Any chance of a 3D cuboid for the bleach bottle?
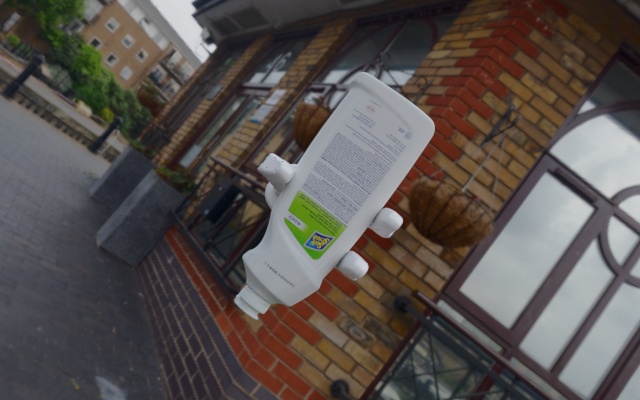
[{"bbox_3d":[0.000,0.002,0.468,0.102,0.251,0.068,37,-7,9],"label":"bleach bottle"}]
